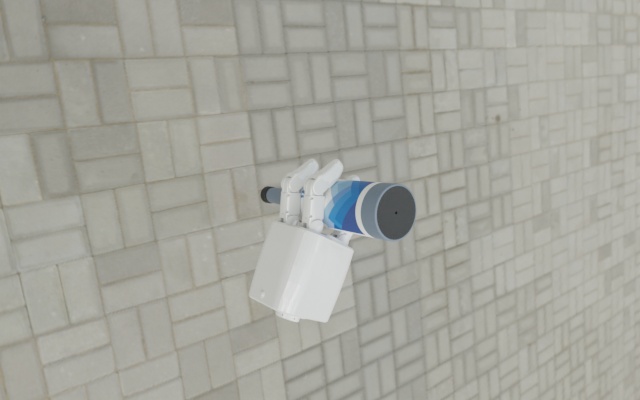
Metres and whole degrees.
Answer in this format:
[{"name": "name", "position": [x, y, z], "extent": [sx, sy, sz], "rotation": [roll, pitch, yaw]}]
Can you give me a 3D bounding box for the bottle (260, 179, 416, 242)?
[{"name": "bottle", "position": [0.000, 0.002, 0.660], "extent": [0.069, 0.069, 0.295], "rotation": [0, 5, -36]}]
